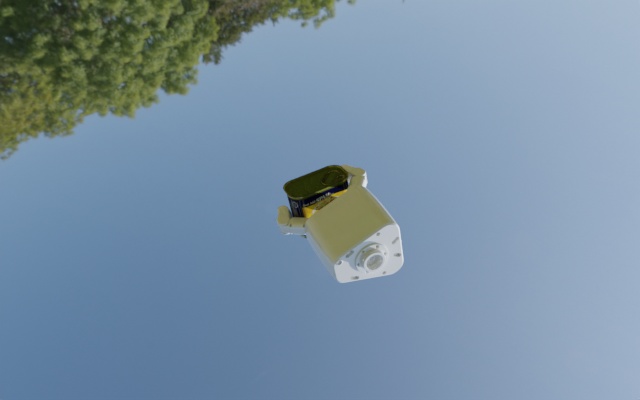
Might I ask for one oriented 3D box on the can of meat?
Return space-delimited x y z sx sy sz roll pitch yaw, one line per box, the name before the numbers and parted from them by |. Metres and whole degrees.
can of meat | 0.000 0.003 0.765 0.102 0.084 0.057 -22 35 -14
